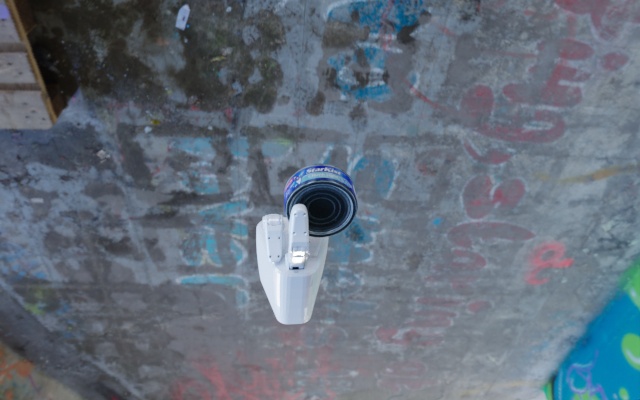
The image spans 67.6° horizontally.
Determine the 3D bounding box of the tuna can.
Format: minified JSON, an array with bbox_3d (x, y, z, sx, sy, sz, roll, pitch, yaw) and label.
[{"bbox_3d":[0.000,0.002,0.558,0.086,0.086,0.033,0,36,-4],"label":"tuna can"}]
